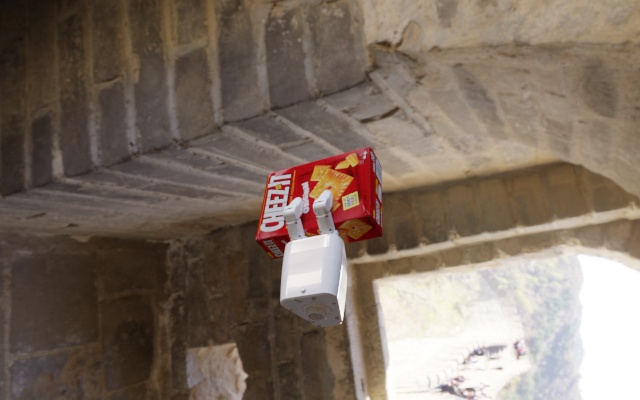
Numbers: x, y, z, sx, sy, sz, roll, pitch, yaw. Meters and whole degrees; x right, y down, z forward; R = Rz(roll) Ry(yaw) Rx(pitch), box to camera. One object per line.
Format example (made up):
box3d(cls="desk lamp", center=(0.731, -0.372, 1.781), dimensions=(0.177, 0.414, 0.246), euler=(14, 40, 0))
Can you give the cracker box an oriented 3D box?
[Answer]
box3d(cls="cracker box", center=(0.000, 0.003, 0.853), dimensions=(0.214, 0.164, 0.072), euler=(-13, -44, 21))
